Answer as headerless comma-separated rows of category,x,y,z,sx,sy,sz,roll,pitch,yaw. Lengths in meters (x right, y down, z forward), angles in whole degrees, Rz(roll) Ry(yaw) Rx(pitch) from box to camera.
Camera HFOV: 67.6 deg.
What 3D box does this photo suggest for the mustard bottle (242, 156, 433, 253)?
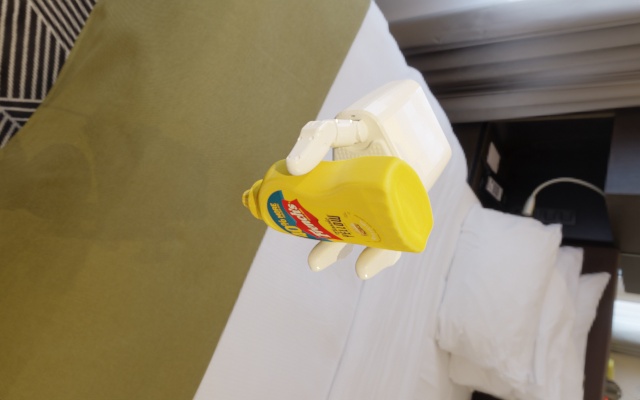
mustard bottle,0.000,0.002,0.443,0.191,0.058,0.096,3,-34,37
